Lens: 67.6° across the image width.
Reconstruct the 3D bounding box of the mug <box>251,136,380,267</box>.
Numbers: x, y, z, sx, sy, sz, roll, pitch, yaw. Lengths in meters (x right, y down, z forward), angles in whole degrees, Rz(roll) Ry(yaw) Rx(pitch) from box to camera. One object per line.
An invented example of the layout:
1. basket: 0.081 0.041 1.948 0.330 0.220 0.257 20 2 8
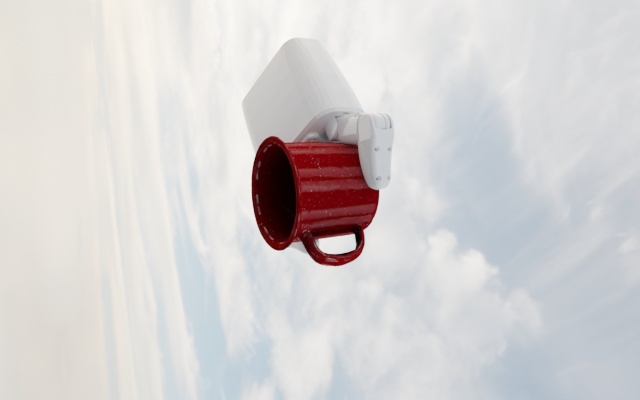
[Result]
1. mug: 0.001 0.002 0.400 0.081 0.117 0.093 -5 -36 -30
